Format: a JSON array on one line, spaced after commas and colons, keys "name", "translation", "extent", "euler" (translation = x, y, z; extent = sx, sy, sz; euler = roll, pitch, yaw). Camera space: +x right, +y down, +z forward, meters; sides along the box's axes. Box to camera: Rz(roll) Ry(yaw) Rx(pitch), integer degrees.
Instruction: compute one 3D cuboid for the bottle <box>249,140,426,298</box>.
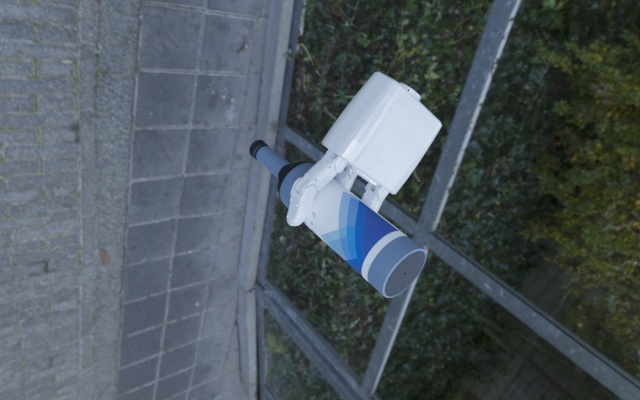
[{"name": "bottle", "translation": [0.000, 0.002, 0.600], "extent": [0.069, 0.069, 0.295], "euler": [0, 32, -47]}]
